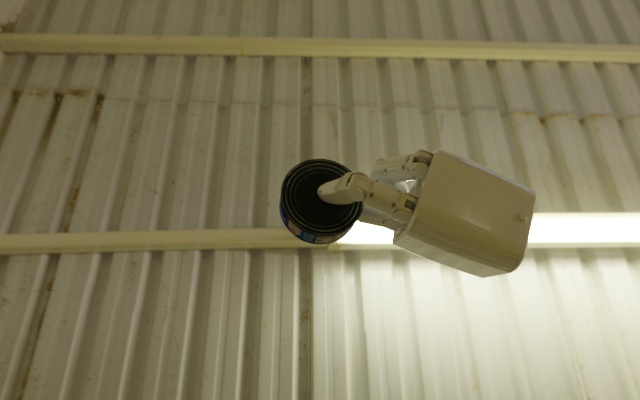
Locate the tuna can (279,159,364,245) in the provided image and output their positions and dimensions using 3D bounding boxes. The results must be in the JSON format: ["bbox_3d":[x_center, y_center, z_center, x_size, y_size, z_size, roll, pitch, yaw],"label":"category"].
[{"bbox_3d":[0.000,0.002,0.497,0.086,0.086,0.034,0,-24,-10],"label":"tuna can"}]
